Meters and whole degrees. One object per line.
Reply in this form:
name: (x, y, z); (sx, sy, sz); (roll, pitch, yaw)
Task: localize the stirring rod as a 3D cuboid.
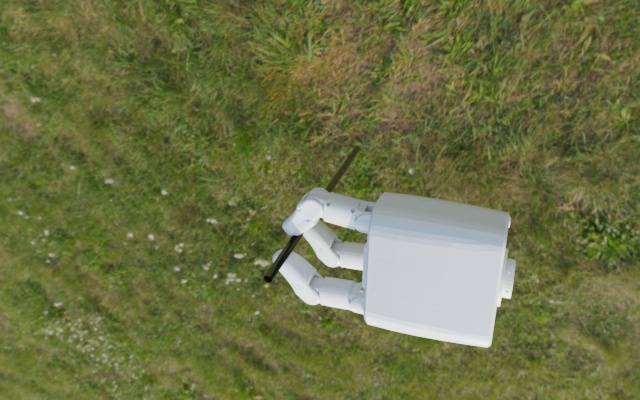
stirring rod: (0.000, 0.002, 0.494); (0.011, 0.011, 0.239); (0, 33, 26)
